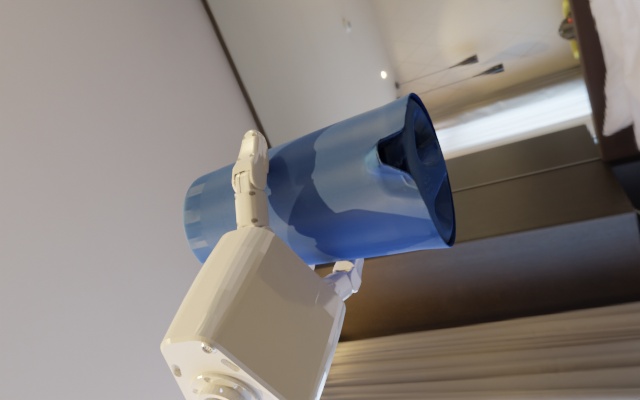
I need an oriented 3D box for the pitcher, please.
[{"bbox_3d":[0.000,0.002,0.458,0.243,0.149,0.145,-14,32,25],"label":"pitcher"}]
